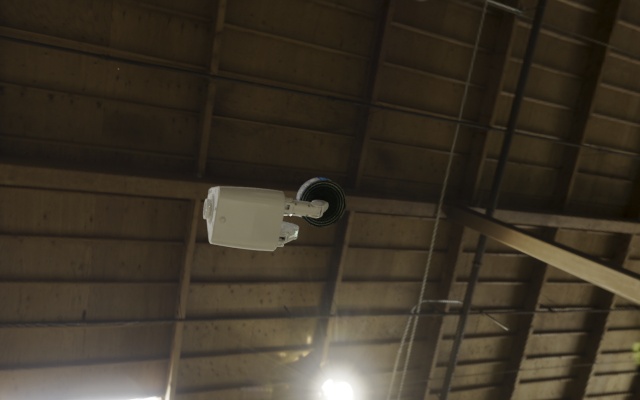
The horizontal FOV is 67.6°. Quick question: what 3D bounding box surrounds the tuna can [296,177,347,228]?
[{"bbox_3d":[0.000,0.003,0.840,0.086,0.086,0.033,0,14,-17],"label":"tuna can"}]
